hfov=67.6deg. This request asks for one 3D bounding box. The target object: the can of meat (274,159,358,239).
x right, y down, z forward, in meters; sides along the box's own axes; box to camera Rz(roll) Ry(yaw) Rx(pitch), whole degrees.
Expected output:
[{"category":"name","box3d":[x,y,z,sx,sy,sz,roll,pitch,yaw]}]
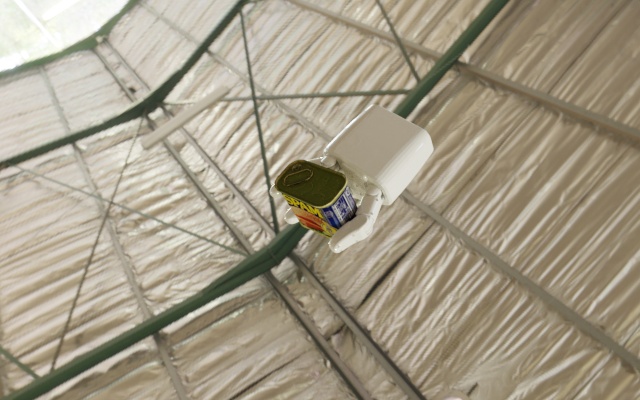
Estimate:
[{"category":"can of meat","box3d":[0.000,0.002,0.629,0.102,0.057,0.084,23,-26,39]}]
